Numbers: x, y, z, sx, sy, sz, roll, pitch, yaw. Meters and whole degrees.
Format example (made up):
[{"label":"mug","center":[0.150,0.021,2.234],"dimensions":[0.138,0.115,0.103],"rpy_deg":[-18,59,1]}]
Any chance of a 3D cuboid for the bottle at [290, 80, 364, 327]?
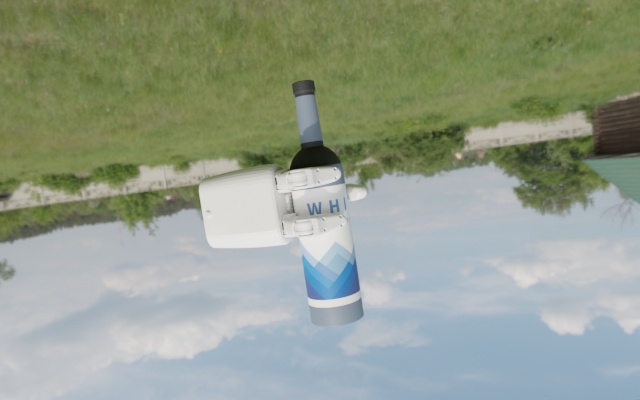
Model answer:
[{"label":"bottle","center":[0.000,0.002,0.589],"dimensions":[0.069,0.296,0.069],"rpy_deg":[-8,4,1]}]
